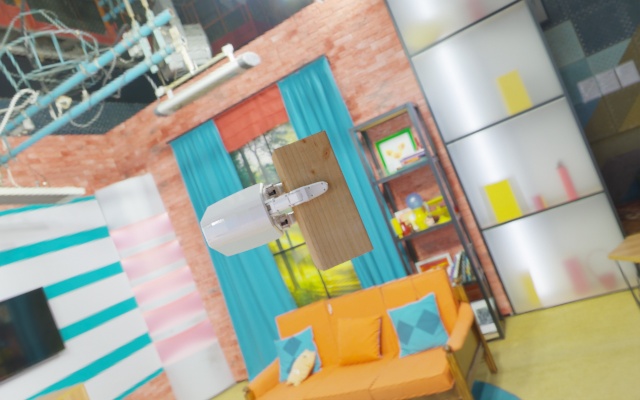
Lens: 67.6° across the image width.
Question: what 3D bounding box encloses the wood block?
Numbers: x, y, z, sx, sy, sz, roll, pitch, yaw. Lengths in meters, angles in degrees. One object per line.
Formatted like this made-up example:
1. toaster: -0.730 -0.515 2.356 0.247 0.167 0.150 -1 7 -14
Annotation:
1. wood block: 0.000 0.003 0.790 0.090 0.206 0.091 -22 -1 -10
